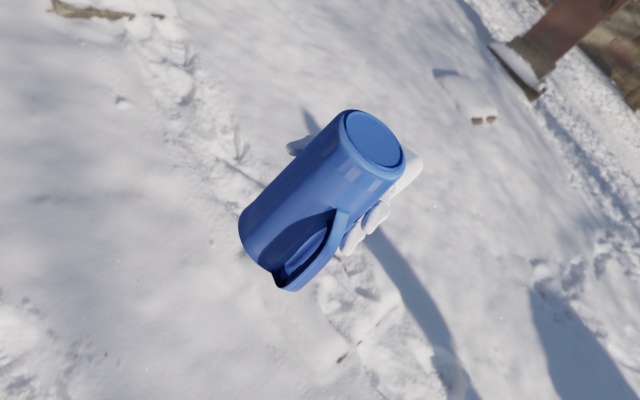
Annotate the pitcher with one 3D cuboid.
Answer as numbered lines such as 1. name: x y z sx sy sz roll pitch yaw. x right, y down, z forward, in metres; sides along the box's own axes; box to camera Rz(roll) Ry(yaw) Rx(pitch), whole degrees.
1. pitcher: 0.000 0.002 0.639 0.145 0.149 0.243 -29 -12 -49
